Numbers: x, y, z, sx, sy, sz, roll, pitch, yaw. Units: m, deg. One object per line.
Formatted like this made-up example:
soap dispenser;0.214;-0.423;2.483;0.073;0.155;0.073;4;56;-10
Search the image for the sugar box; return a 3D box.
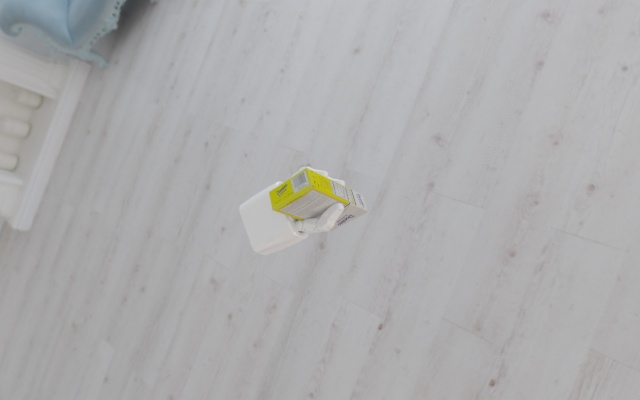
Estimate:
sugar box;0.000;0.002;0.876;0.093;0.048;0.176;-30;-29;27
